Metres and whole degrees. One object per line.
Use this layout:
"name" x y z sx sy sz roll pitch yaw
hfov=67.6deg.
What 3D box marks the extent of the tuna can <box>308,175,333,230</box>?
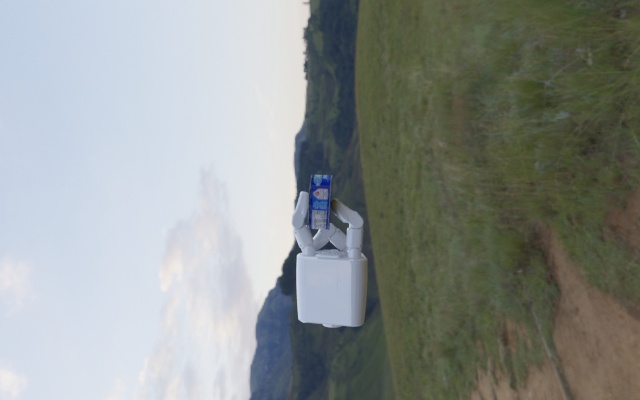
"tuna can" 0.000 0.002 0.742 0.034 0.086 0.086 4 0 1
